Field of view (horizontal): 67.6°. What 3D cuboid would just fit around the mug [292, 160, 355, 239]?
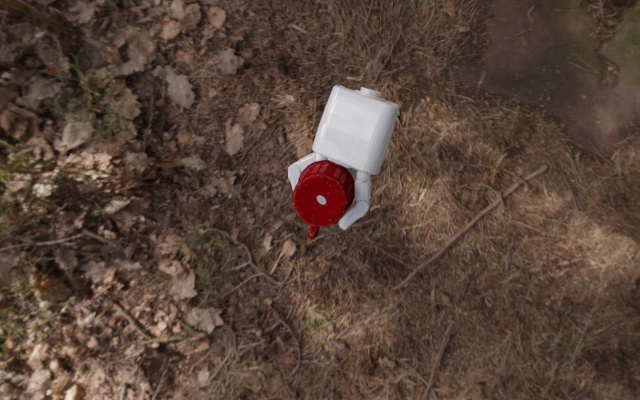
[{"bbox_3d":[0.000,0.004,0.717,0.093,0.117,0.081,18,16,3],"label":"mug"}]
